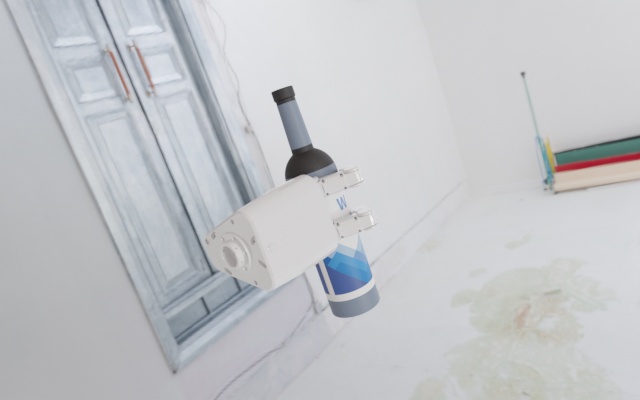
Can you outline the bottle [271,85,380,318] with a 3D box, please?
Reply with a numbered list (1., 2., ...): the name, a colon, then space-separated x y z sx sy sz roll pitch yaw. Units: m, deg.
1. bottle: 0.000 0.002 0.603 0.069 0.296 0.069 -18 11 4
